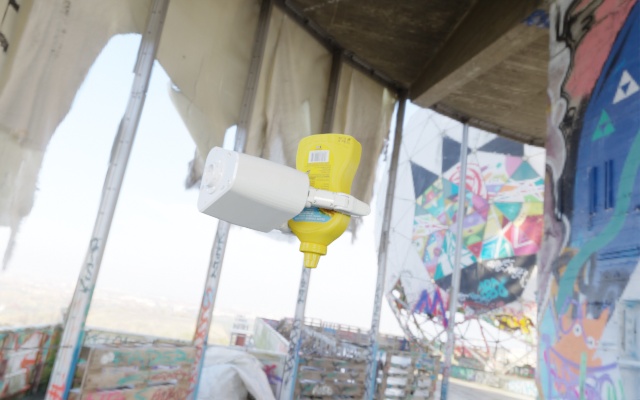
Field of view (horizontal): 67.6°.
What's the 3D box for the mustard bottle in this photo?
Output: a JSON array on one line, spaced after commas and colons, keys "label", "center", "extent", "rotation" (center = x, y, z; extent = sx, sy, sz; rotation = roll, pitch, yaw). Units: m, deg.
[{"label": "mustard bottle", "center": [0.000, 0.002, 0.689], "extent": [0.096, 0.191, 0.058], "rotation": [1, -16, 30]}]
